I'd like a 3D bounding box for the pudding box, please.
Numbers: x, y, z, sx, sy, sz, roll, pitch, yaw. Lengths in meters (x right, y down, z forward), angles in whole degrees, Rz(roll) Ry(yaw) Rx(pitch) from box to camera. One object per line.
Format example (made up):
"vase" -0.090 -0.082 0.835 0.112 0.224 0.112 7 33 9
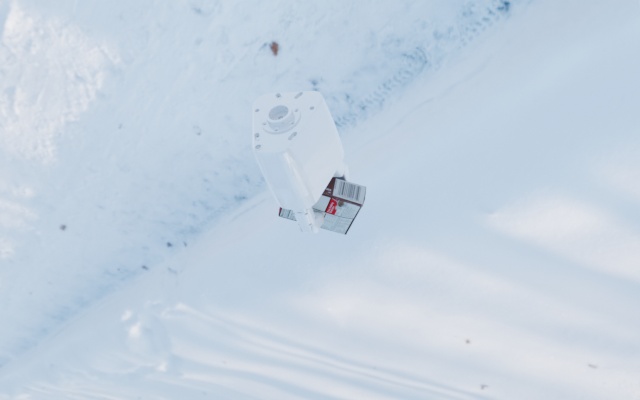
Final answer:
"pudding box" 0.000 0.002 0.705 0.113 0.039 0.090 17 -34 -5
